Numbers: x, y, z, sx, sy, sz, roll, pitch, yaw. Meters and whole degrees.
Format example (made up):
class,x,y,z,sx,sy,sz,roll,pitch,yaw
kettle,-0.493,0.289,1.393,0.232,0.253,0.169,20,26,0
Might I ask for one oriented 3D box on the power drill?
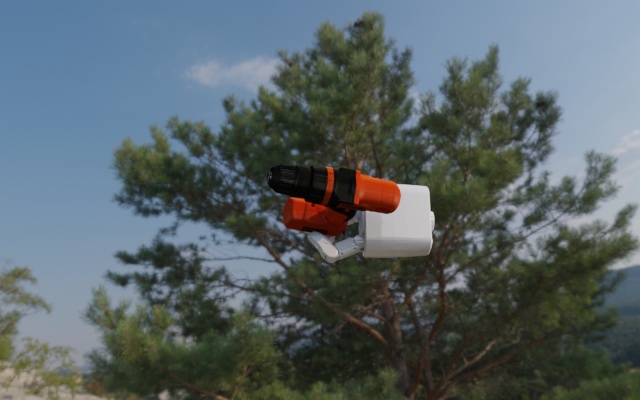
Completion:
class,x,y,z,sx,sy,sz,roll,pitch,yaw
power drill,0.000,0.002,0.700,0.184,0.057,0.188,11,-17,-14
